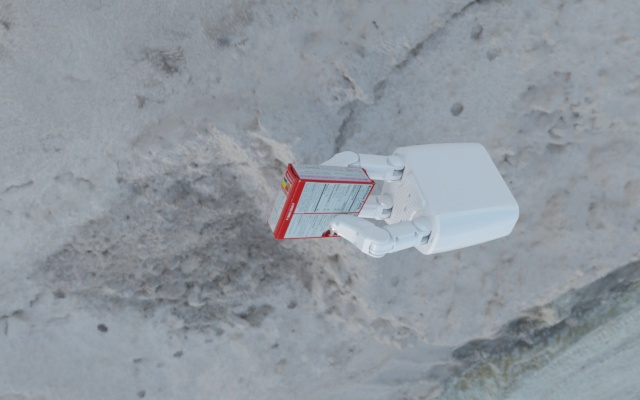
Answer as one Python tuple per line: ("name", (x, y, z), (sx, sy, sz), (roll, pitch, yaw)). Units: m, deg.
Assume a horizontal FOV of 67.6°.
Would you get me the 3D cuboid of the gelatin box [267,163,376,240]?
("gelatin box", (0.000, 0.002, 0.470), (0.089, 0.073, 0.030), (0, 40, -32))
